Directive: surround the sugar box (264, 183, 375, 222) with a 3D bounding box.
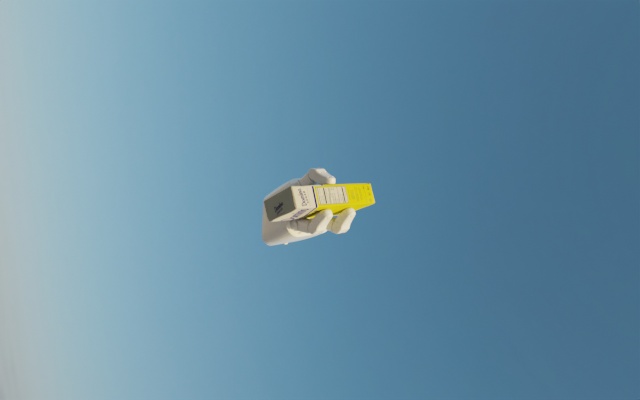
[{"bbox_3d":[0.000,0.003,0.840,0.176,0.048,0.093,-7,-11,-38],"label":"sugar box"}]
